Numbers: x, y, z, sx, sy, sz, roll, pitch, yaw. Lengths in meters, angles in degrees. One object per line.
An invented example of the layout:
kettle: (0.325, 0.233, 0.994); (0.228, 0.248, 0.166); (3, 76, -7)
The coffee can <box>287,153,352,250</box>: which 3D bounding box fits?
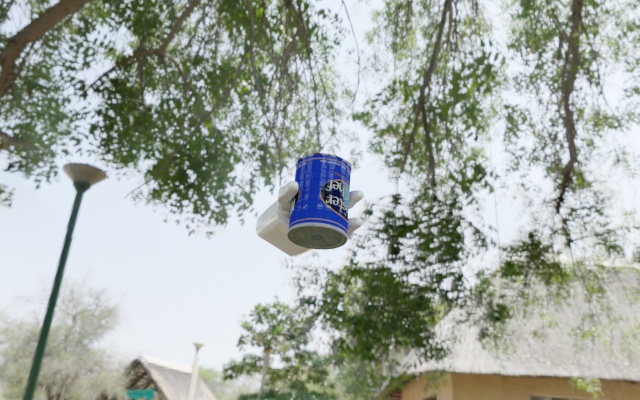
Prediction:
coffee can: (0.000, 0.003, 0.836); (0.103, 0.140, 0.103); (4, -27, 2)
